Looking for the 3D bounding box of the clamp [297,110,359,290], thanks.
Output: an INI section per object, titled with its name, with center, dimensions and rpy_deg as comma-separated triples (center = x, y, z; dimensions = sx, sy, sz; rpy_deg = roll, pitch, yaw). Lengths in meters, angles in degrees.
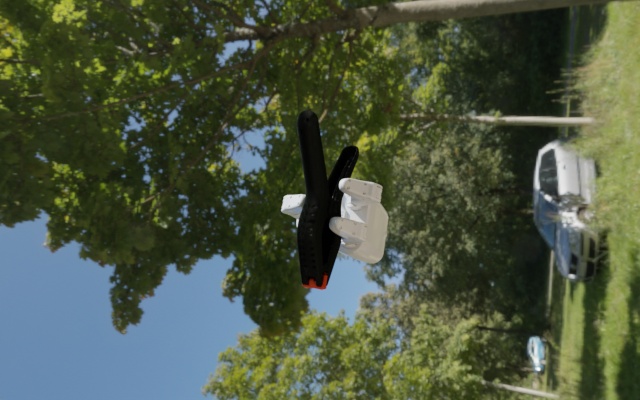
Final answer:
[clamp]
center = -0.001, 0.002, 0.593
dimensions = 0.036, 0.210, 0.164
rpy_deg = 3, -15, 25
